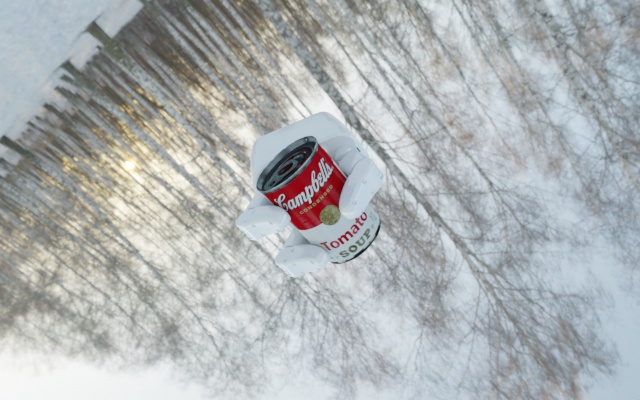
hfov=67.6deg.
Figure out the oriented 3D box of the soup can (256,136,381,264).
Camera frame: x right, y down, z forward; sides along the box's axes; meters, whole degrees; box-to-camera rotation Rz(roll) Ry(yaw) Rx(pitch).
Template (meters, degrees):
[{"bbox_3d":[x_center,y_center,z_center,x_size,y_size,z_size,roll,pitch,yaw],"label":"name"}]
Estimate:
[{"bbox_3d":[0.000,0.002,0.435,0.102,0.068,0.068,48,-26,-25],"label":"soup can"}]
